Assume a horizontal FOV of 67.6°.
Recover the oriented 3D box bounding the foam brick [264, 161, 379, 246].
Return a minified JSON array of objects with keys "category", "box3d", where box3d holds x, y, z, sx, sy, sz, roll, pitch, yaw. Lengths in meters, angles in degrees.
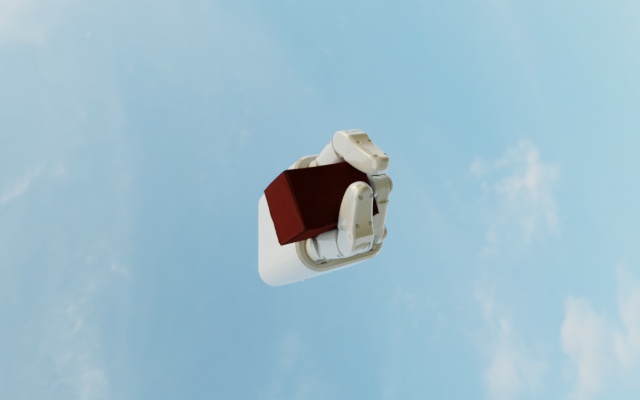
[{"category":"foam brick","box3d":[0.000,0.001,0.406,0.078,0.053,0.051,-11,-12,-32]}]
